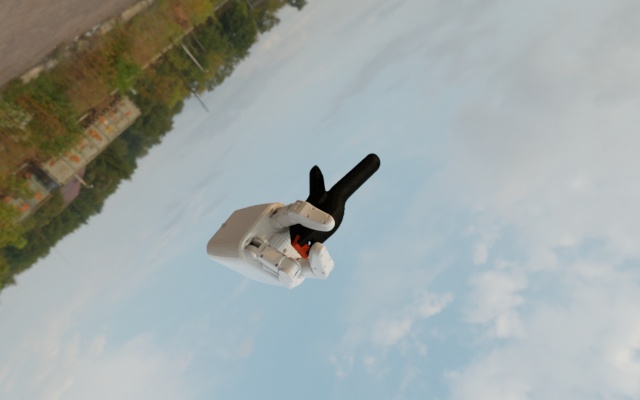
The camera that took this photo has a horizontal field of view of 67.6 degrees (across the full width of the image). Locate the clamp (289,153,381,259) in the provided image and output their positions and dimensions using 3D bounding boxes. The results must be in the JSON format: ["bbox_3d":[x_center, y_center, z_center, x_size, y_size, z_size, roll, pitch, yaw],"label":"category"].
[{"bbox_3d":[0.000,0.003,0.648,0.120,0.039,0.171,-6,40,51],"label":"clamp"}]
